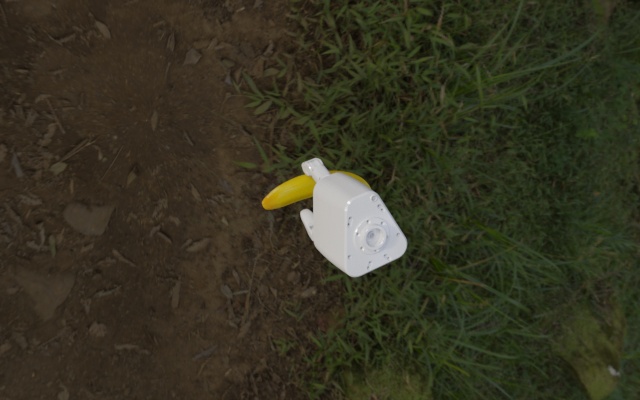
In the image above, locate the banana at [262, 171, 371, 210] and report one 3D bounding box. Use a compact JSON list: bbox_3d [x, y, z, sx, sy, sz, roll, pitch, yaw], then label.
[{"bbox_3d":[0.006,-0.015,0.763,0.198,0.070,0.037,2,19,-23],"label":"banana"}]
